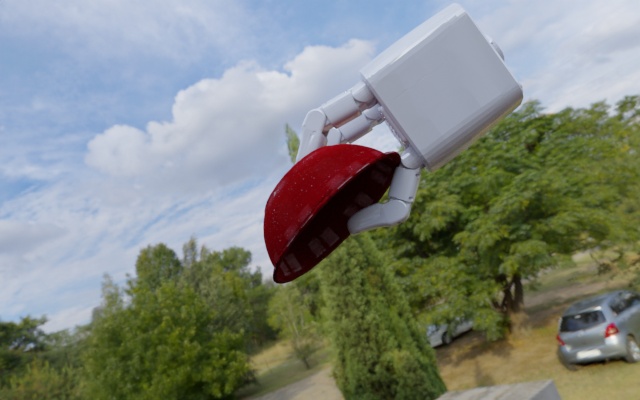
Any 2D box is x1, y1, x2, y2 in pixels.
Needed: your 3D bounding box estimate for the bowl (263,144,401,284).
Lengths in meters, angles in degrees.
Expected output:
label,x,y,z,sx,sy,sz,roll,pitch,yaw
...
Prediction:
label,x,y,z,sx,sy,sz,roll,pitch,yaw
bowl,-0.001,0.002,0.443,0.055,0.162,0.162,43,14,16
